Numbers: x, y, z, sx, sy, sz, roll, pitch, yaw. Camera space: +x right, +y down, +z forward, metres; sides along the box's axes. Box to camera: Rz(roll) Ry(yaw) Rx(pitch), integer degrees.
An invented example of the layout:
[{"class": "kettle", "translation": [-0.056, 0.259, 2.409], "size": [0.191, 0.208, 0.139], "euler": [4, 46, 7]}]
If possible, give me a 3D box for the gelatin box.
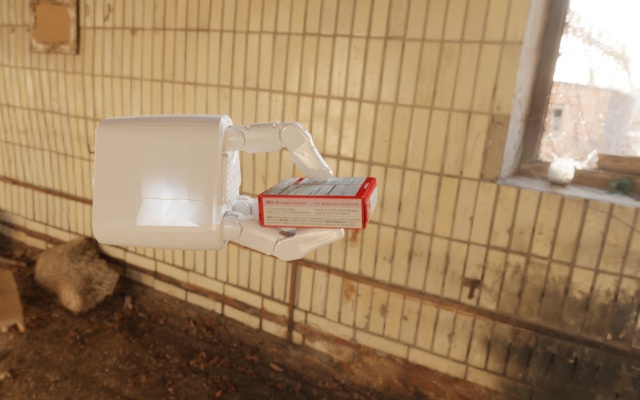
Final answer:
[{"class": "gelatin box", "translation": [0.000, 0.001, 0.407], "size": [0.089, 0.030, 0.073], "euler": [0, 14, 14]}]
